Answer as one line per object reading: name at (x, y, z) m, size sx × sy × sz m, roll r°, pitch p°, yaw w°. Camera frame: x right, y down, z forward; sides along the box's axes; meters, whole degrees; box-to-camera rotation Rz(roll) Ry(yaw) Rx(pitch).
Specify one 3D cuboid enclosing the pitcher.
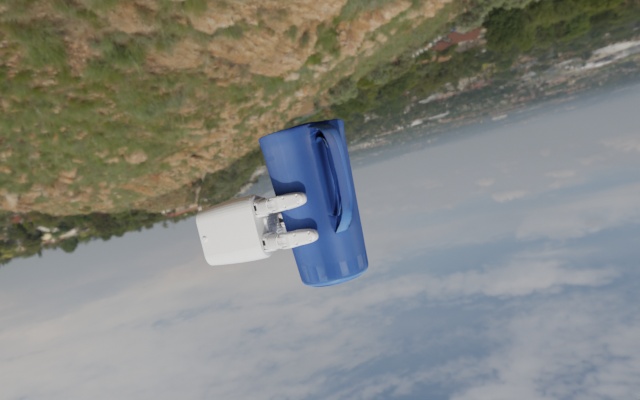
pitcher at (0.000, 0.002, 0.726) m, size 0.145 × 0.243 × 0.149 m, roll -13°, pitch 3°, yaw 20°
